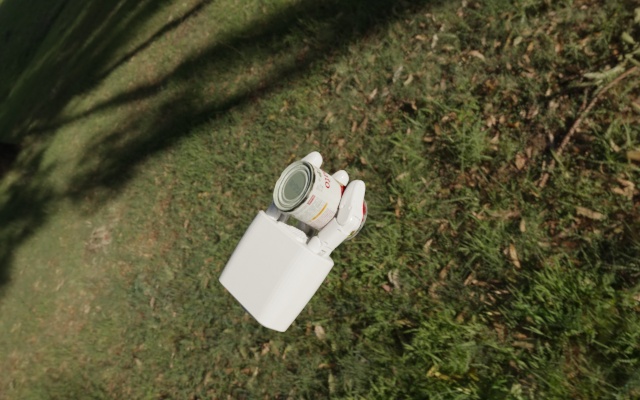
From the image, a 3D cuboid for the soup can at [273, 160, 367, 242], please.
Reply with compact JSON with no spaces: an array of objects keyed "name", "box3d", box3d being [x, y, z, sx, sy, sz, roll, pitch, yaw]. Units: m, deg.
[{"name":"soup can","box3d":[0.000,0.001,0.588,0.068,0.068,0.102,0,-23,45]}]
